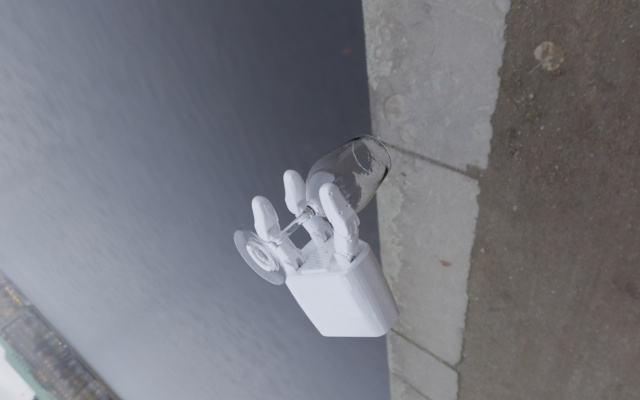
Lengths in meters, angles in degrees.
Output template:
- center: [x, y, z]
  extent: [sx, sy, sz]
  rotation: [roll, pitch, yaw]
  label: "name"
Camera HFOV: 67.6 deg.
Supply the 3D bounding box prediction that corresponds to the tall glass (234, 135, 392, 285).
- center: [0.000, 0.002, 0.542]
  extent: [0.201, 0.079, 0.079]
  rotation: [-43, 25, -31]
  label: "tall glass"
